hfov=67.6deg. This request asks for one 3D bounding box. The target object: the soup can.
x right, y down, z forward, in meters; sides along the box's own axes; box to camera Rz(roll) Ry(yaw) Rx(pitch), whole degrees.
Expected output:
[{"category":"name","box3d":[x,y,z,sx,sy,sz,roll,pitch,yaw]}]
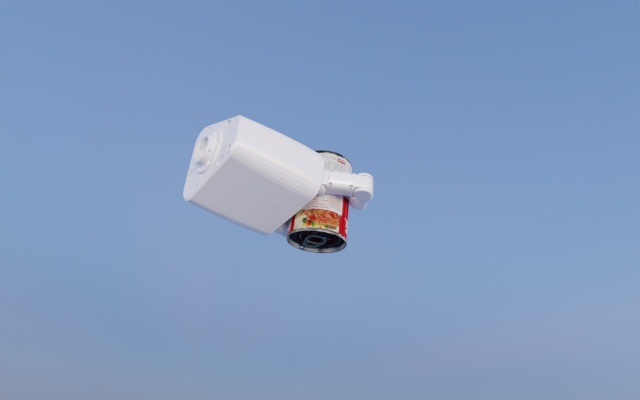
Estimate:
[{"category":"soup can","box3d":[0.001,0.002,0.554,0.068,0.102,0.068,5,-27,2]}]
